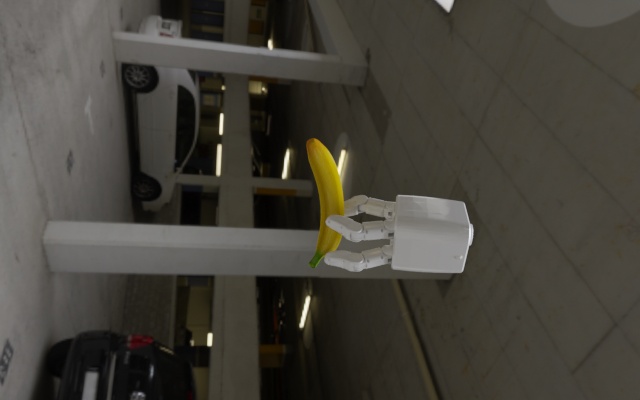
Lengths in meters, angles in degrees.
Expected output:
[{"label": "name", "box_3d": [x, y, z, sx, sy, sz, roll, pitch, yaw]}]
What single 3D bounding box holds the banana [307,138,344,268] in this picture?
[{"label": "banana", "box_3d": [0.009, 0.001, 0.722, 0.037, 0.198, 0.069, 6, 17, 29]}]
